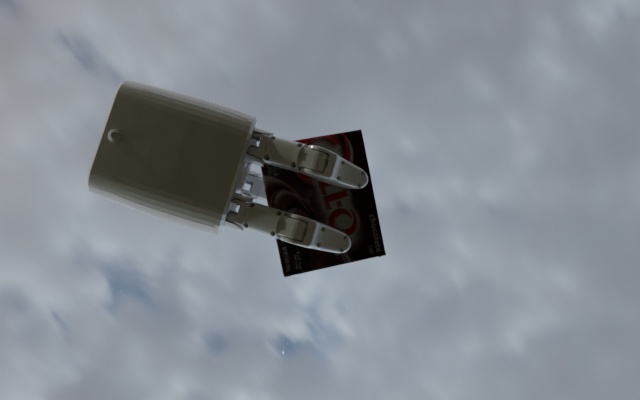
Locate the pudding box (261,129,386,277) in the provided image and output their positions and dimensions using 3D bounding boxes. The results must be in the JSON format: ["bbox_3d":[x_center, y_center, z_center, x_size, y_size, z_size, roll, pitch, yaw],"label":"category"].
[{"bbox_3d":[0.000,0.001,0.414,0.090,0.113,0.039,-11,1,-9],"label":"pudding box"}]
